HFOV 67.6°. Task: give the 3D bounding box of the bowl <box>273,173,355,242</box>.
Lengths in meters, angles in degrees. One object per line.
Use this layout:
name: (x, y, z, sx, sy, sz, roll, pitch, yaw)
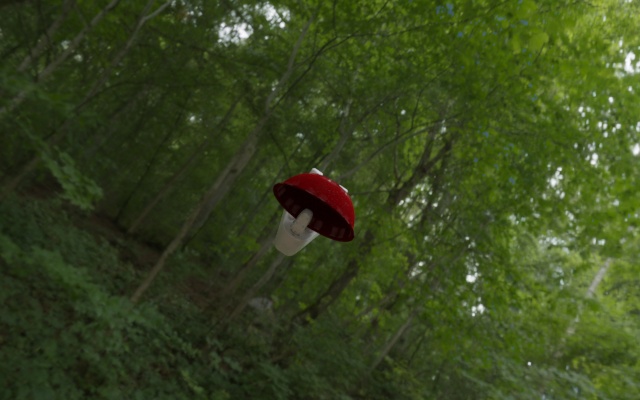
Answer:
bowl: (0.001, 0.002, 0.815, 0.162, 0.055, 0.162, 29, -20, 12)
